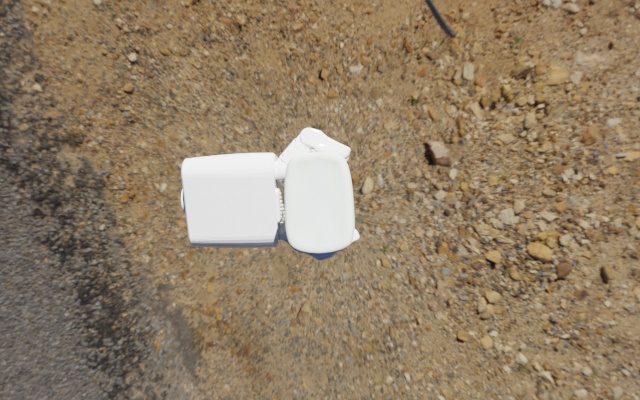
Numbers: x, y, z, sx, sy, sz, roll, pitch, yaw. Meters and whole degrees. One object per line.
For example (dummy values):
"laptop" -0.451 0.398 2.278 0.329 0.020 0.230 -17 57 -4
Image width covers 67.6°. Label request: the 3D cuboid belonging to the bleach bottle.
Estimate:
"bleach bottle" 0.000 0.002 0.577 0.068 0.102 0.251 -2 -1 1
